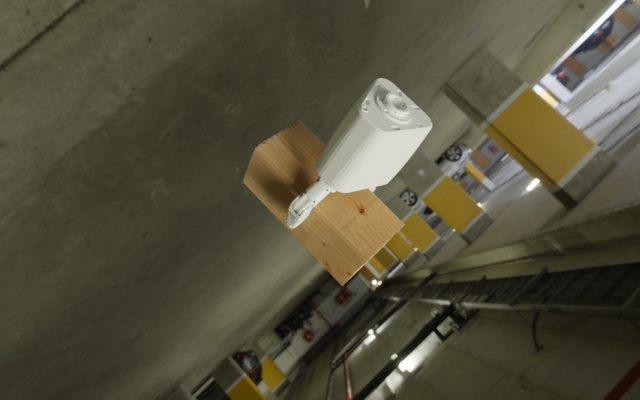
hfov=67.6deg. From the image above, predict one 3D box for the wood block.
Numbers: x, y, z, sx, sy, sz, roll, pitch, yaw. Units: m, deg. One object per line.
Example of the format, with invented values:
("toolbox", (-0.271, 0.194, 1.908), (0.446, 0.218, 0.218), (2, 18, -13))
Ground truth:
("wood block", (0.000, 0.002, 0.661), (0.090, 0.206, 0.090), (-38, -11, -35))
